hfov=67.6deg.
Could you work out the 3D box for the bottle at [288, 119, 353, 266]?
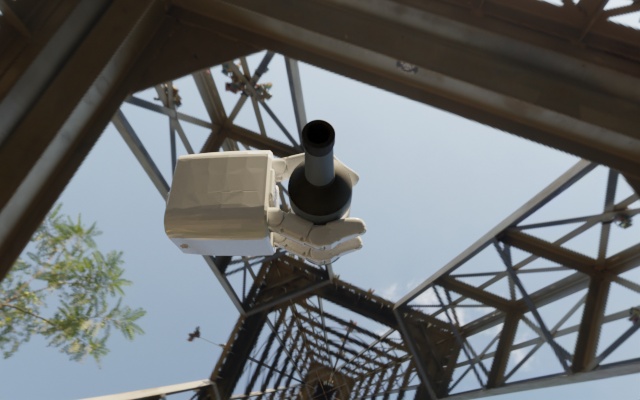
[{"bbox_3d":[0.000,0.002,0.521,0.069,0.069,0.296,0,-22,1],"label":"bottle"}]
